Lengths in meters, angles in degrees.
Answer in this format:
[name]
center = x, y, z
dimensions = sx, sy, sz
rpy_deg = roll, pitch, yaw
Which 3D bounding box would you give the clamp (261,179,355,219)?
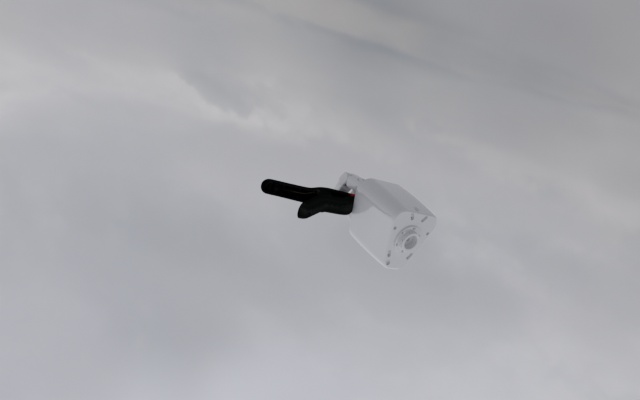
[clamp]
center = 0.000, 0.003, 0.771
dimensions = 0.171, 0.039, 0.120
rpy_deg = 4, 26, -32
